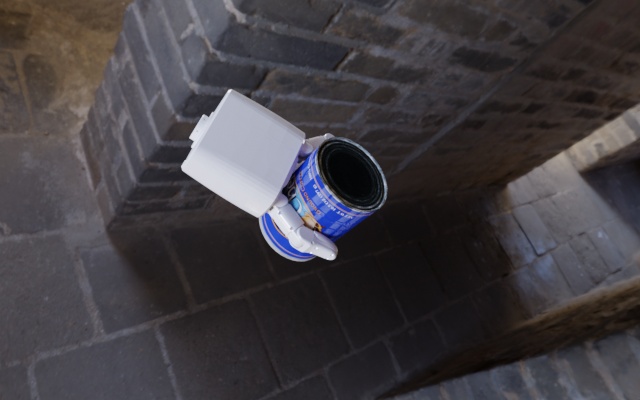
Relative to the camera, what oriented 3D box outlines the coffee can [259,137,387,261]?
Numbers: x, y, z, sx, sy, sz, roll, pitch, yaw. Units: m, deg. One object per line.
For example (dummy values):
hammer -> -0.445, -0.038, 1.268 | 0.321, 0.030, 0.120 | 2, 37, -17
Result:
coffee can -> 0.000, 0.002, 0.600 | 0.103, 0.102, 0.140 | 0, -29, -39
